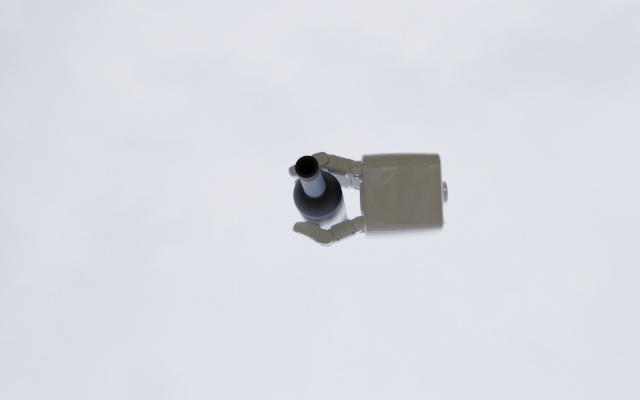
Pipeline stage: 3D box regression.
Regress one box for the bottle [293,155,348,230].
[{"bbox_3d":[0.000,0.002,0.671,0.069,0.069,0.296,0,-16,6],"label":"bottle"}]
